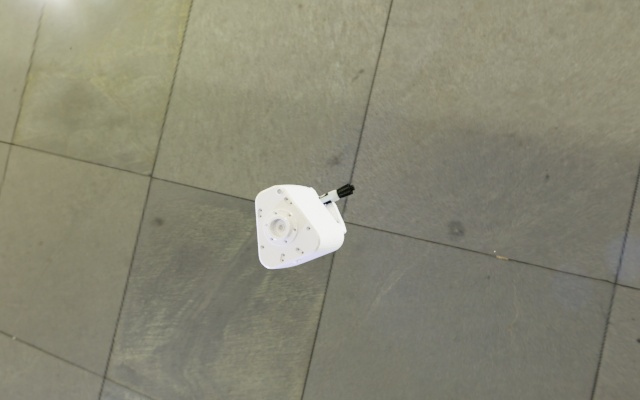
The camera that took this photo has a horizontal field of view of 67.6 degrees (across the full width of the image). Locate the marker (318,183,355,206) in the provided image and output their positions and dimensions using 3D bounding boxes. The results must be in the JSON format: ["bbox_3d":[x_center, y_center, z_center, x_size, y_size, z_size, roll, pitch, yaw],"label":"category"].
[{"bbox_3d":[0.000,0.003,0.776,0.121,0.020,0.020,-24,-7,16],"label":"marker"}]
